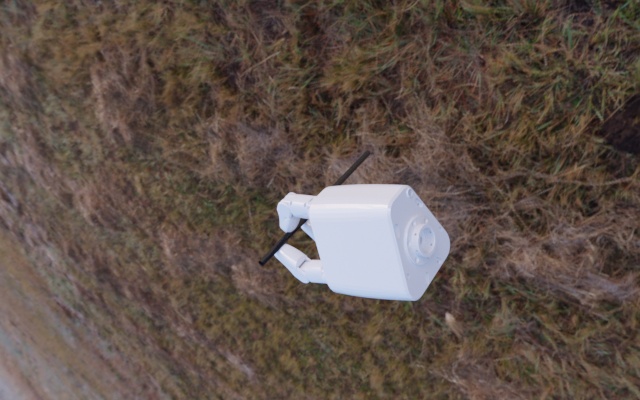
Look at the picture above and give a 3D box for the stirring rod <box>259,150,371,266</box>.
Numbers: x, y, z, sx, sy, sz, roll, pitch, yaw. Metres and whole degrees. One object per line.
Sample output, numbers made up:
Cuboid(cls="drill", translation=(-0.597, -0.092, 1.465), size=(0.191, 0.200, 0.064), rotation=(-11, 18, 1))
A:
Cuboid(cls="stirring rod", translation=(0.000, 0.002, 0.621), size=(0.011, 0.011, 0.239), rotation=(0, 36, 45))
